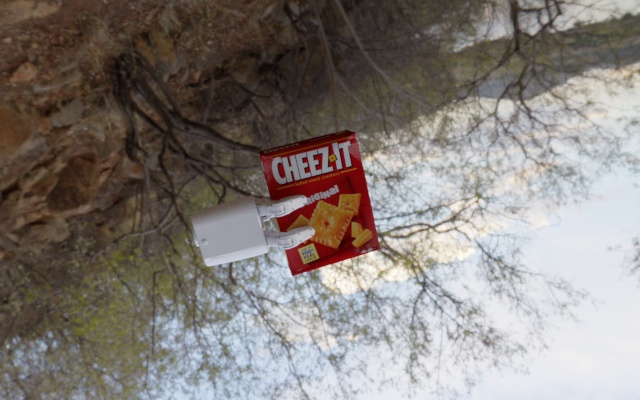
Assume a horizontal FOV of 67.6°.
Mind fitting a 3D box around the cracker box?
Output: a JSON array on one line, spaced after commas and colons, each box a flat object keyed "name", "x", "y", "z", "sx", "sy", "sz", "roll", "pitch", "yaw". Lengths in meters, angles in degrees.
[{"name": "cracker box", "x": 0.000, "y": 0.003, "z": 0.818, "sx": 0.164, "sy": 0.214, "sz": 0.072, "roll": -15, "pitch": 13, "yaw": -8}]
